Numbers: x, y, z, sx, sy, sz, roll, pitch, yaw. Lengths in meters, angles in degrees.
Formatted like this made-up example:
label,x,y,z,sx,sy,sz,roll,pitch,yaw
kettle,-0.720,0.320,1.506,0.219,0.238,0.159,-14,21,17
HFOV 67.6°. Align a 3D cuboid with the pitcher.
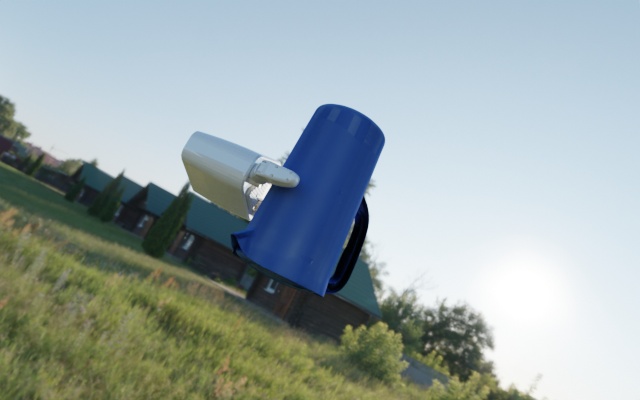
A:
label,x,y,z,sx,sy,sz,roll,pitch,yaw
pitcher,0.000,0.002,0.649,0.145,0.242,0.149,24,-12,14
